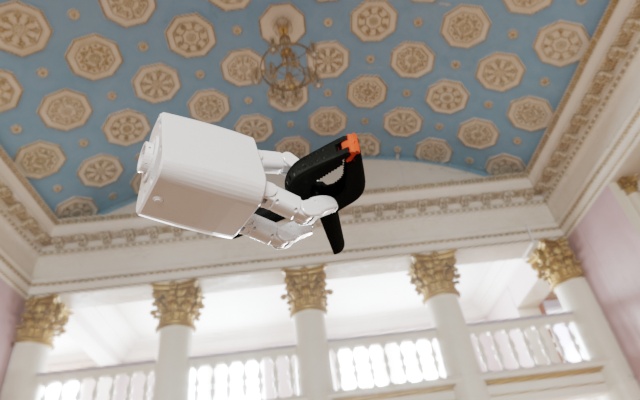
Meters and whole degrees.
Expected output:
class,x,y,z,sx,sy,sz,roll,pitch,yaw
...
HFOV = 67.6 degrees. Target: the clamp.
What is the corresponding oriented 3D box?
class,x,y,z,sx,sy,sz,roll,pitch,yaw
clamp,0.000,0.001,0.580,0.164,0.036,0.210,15,-43,-29
